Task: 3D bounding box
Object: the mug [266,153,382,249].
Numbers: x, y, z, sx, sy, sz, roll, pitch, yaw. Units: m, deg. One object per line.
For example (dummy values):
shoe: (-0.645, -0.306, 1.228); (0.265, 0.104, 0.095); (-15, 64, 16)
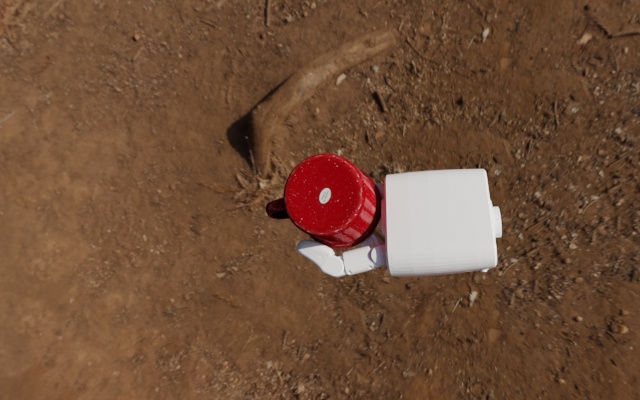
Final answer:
mug: (-0.001, 0.002, 0.490); (0.117, 0.093, 0.081); (-7, -11, 13)
